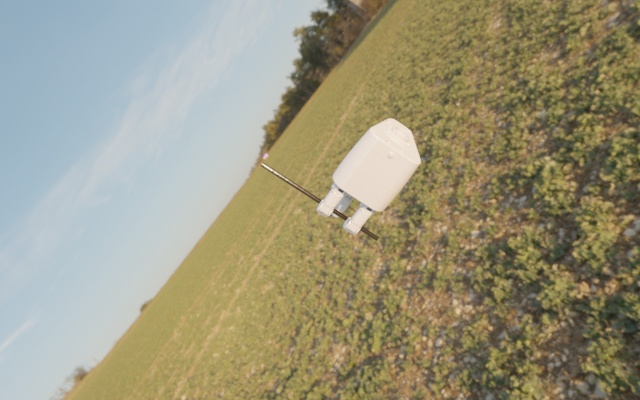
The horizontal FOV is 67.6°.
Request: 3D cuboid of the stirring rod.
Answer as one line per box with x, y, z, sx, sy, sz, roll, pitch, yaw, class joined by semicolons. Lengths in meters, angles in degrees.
0.000;0.003;0.829;0.239;0.011;0.011;33;-4;-5;stirring rod
